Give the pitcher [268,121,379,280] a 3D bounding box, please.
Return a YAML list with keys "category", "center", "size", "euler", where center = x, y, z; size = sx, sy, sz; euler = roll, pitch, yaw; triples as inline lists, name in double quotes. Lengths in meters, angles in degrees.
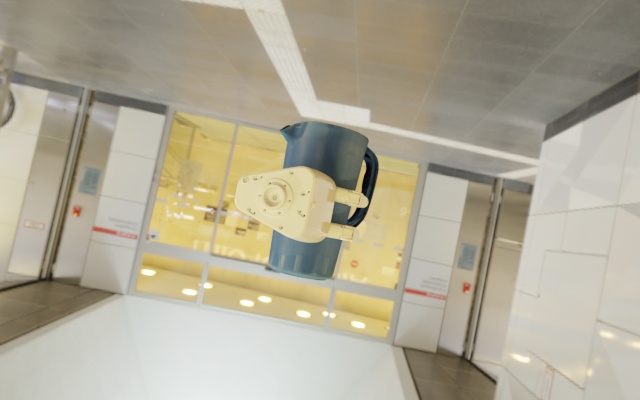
- category: "pitcher"
  center: [0.000, 0.003, 0.780]
  size: [0.149, 0.243, 0.145]
  euler: [11, -3, 15]
